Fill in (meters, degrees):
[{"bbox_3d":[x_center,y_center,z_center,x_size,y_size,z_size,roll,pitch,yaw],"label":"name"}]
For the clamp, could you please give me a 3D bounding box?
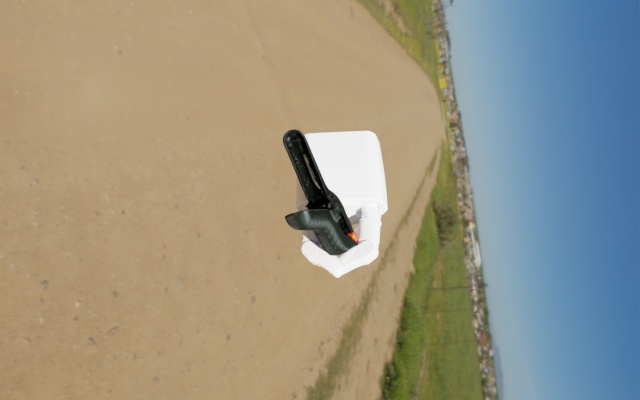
[{"bbox_3d":[0.001,0.002,0.537,0.039,0.120,0.171,-10,-27,17],"label":"clamp"}]
